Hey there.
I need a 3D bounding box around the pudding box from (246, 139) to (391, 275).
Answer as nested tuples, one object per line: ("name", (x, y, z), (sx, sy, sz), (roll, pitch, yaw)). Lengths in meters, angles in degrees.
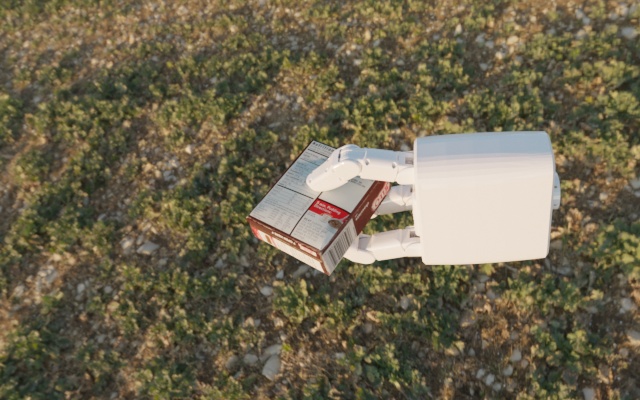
("pudding box", (0.000, 0.001, 0.451), (0.090, 0.113, 0.039), (23, -30, 29))
